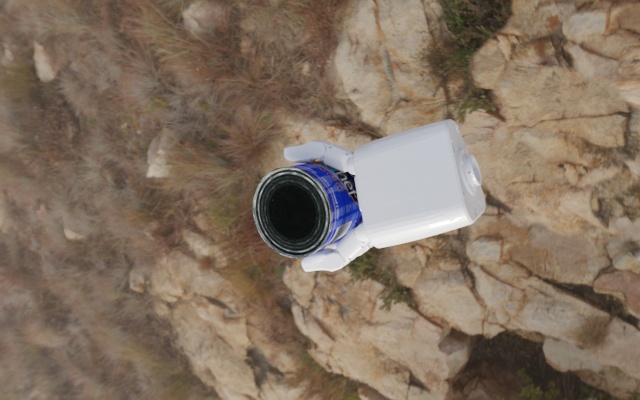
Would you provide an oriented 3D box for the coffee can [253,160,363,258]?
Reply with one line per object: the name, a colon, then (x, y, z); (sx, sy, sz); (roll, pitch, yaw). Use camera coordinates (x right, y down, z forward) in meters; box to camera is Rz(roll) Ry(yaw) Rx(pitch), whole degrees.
coffee can: (0.000, 0.002, 0.583); (0.103, 0.103, 0.140); (0, 10, 29)
